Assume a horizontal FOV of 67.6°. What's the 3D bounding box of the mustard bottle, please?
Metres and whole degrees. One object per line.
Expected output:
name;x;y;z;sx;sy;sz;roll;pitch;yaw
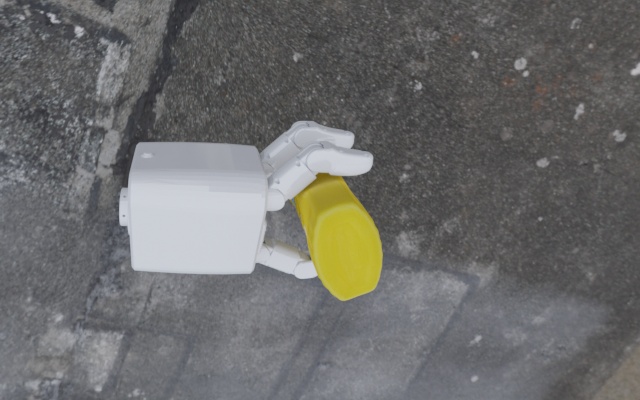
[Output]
mustard bottle;0.000;0.002;0.460;0.058;0.096;0.191;-20;31;-5
